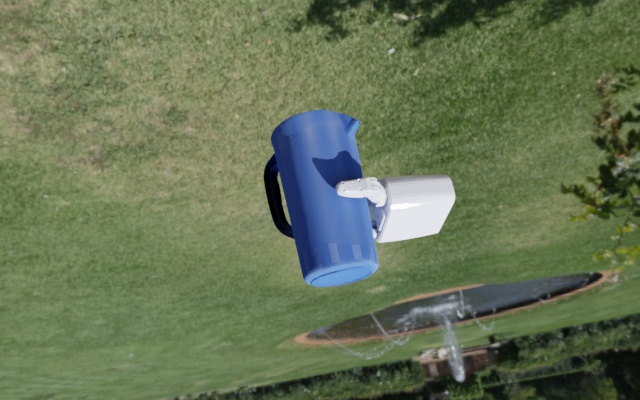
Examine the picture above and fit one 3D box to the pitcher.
[{"bbox_3d":[0.000,0.002,0.717,0.145,0.242,0.149,-6,-22,-13],"label":"pitcher"}]
